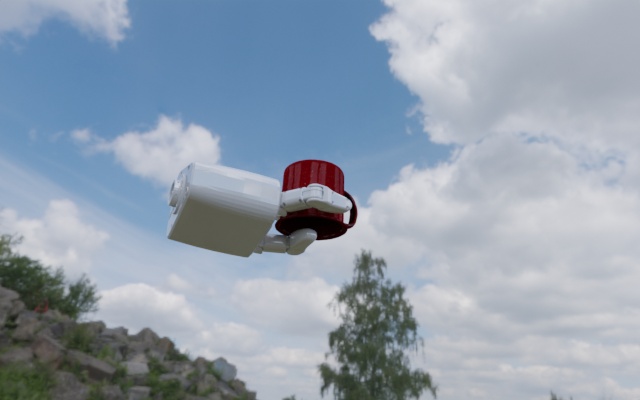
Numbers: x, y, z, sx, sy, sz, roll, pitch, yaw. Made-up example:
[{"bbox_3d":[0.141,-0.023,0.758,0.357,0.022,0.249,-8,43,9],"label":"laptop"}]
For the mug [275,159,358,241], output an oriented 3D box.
[{"bbox_3d":[0.001,0.002,0.626,0.117,0.081,0.093,15,-27,-27],"label":"mug"}]
